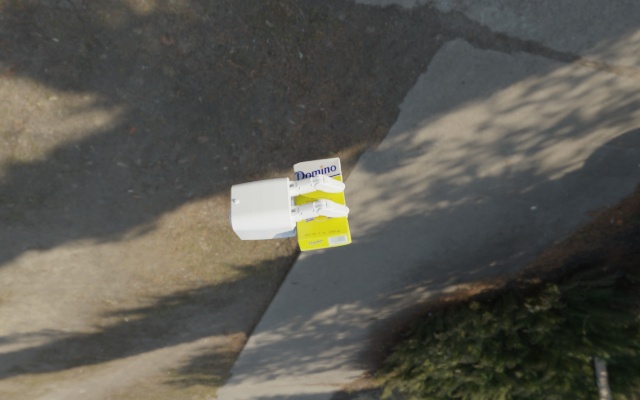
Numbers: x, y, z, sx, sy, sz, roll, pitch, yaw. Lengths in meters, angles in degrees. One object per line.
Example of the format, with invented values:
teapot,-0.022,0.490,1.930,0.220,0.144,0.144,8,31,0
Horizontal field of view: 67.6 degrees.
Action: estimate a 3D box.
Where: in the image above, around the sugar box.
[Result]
sugar box,0.000,0.003,0.891,0.093,0.176,0.048,-8,-33,2
